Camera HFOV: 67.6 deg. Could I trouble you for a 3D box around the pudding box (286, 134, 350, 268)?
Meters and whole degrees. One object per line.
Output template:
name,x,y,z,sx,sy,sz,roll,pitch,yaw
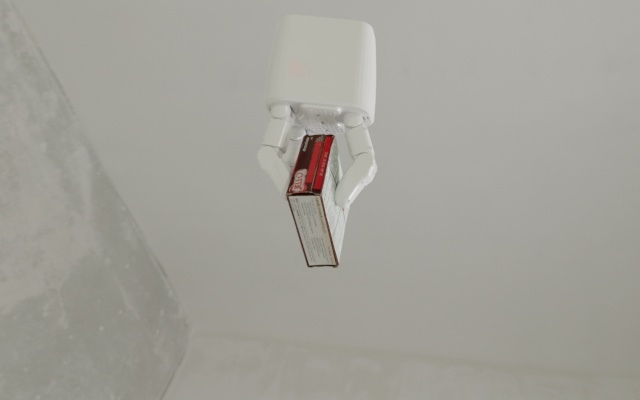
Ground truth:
pudding box,0.000,0.002,0.496,0.039,0.090,0.114,-1,-45,15
